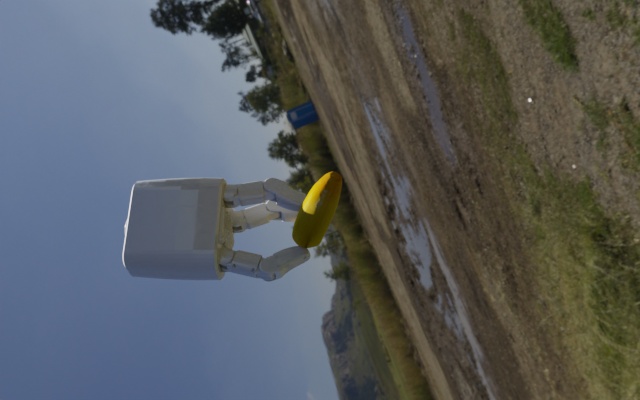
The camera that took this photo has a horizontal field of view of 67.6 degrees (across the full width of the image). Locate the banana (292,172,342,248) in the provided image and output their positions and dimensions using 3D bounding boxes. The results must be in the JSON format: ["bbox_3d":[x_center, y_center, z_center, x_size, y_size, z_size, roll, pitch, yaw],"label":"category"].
[{"bbox_3d":[-0.007,0.019,0.536,0.037,0.069,0.198,22,-11,1],"label":"banana"}]
